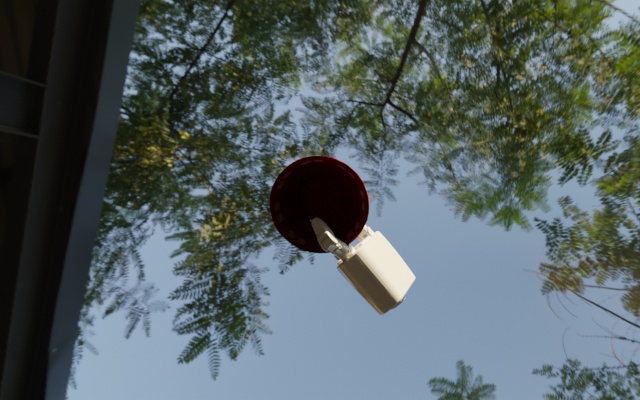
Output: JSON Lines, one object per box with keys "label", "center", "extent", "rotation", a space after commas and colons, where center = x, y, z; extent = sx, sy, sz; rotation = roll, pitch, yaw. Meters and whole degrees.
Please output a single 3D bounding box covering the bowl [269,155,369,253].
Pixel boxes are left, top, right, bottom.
{"label": "bowl", "center": [0.000, 0.001, 0.788], "extent": [0.162, 0.162, 0.055], "rotation": [0, 14, 7]}
